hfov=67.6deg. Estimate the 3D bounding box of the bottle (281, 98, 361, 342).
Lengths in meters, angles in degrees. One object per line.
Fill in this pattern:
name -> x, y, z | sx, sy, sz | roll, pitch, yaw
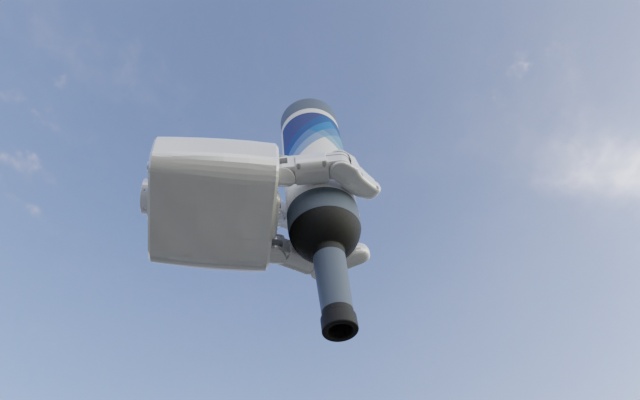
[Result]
bottle -> 0.000, 0.001, 0.459 | 0.069, 0.069, 0.295 | 0, 40, -7
